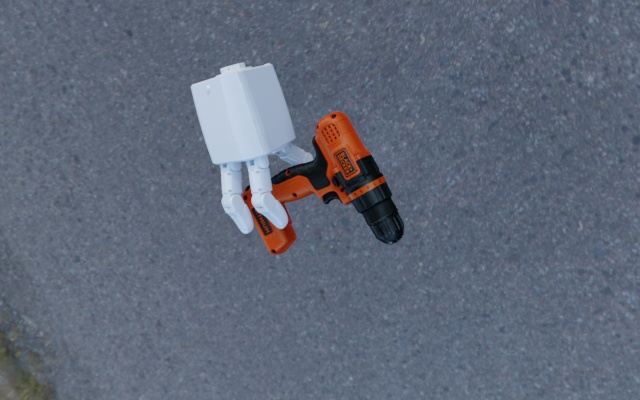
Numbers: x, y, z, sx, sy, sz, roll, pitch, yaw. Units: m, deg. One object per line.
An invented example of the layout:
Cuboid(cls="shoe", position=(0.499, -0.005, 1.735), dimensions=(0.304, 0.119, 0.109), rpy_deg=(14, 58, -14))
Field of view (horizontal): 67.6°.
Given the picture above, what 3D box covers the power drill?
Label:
Cuboid(cls="power drill", position=(0.000, 0.002, 0.640), dimensions=(0.188, 0.184, 0.057), rpy_deg=(-29, -4, 24))
